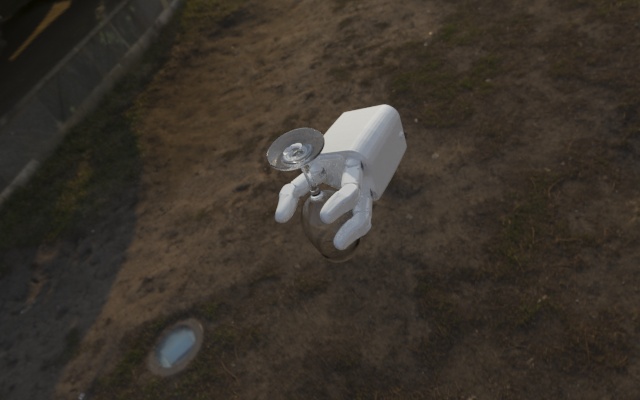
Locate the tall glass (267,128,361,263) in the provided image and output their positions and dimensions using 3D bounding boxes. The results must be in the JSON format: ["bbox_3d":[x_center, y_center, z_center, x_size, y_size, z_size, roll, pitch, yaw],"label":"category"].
[{"bbox_3d":[0.000,0.002,0.644,0.079,0.079,0.201,0,-42,24],"label":"tall glass"}]
